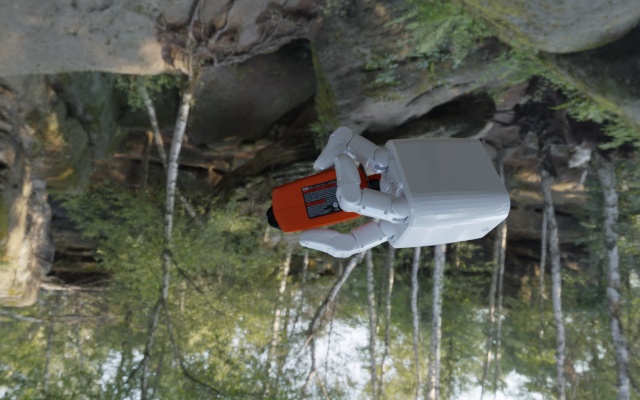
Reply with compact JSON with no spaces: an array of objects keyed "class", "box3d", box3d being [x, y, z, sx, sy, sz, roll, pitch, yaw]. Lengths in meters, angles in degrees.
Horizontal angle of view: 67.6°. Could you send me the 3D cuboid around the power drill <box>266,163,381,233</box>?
[{"class":"power drill","box3d":[0.000,0.002,0.594,0.184,0.057,0.187,-17,-1,9]}]
